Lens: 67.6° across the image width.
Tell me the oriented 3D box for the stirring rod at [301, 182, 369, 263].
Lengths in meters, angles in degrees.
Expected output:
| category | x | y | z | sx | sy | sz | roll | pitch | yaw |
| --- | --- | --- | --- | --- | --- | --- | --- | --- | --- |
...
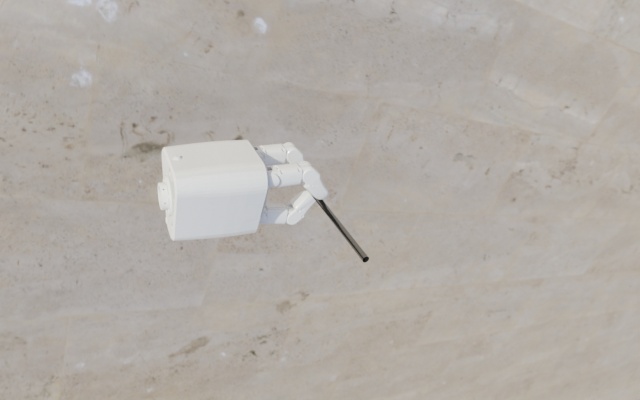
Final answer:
| category | x | y | z | sx | sy | sz | roll | pitch | yaw |
| --- | --- | --- | --- | --- | --- | --- | --- | --- | --- |
| stirring rod | 0.000 | 0.002 | 0.610 | 0.011 | 0.011 | 0.239 | 0 | 31 | -29 |
